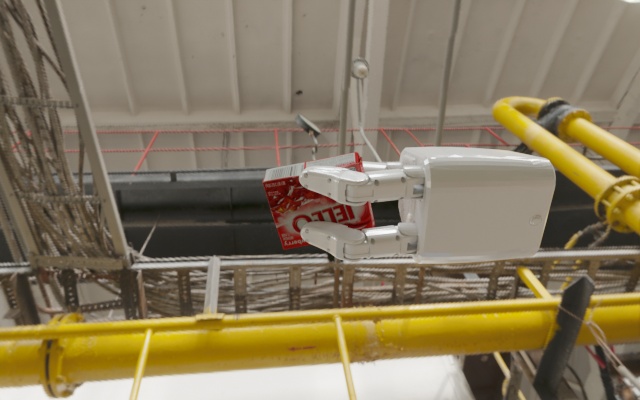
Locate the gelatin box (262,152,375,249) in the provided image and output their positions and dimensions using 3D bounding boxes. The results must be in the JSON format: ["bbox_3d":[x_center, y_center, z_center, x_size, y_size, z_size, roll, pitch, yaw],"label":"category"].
[{"bbox_3d":[0.000,0.001,0.434,0.089,0.073,0.030,-10,28,8],"label":"gelatin box"}]
